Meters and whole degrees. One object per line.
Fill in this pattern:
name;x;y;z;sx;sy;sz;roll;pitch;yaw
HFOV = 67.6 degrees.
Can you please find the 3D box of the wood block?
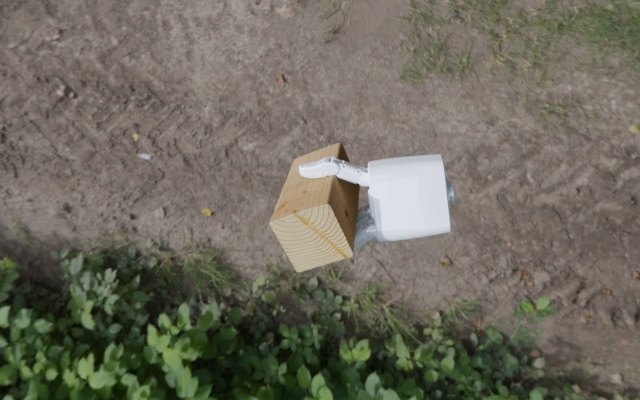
wood block;0.000;0.002;0.728;0.090;0.091;0.206;-18;25;17
